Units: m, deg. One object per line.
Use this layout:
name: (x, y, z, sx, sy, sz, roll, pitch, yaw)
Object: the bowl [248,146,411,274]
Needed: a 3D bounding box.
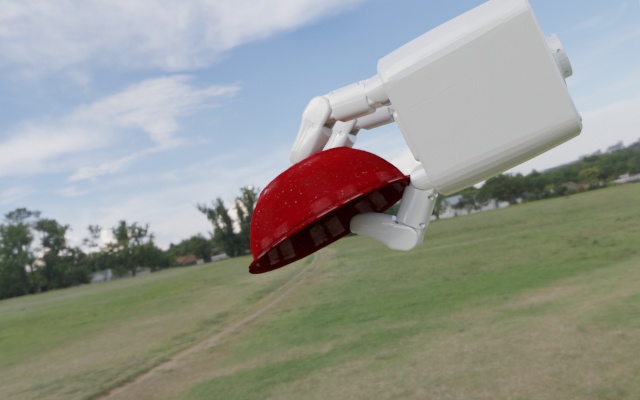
bowl: (-0.001, 0.002, 0.410, 0.162, 0.055, 0.162, -28, -12, -7)
